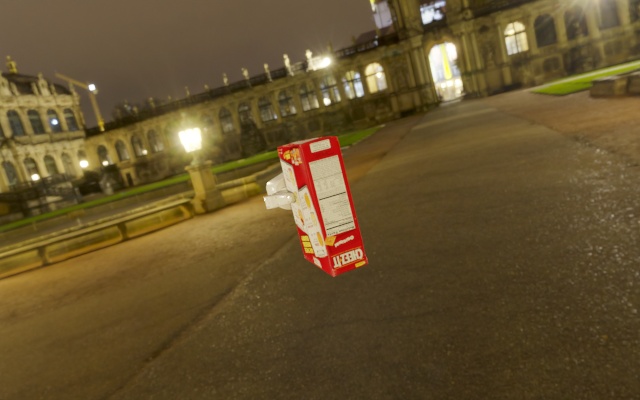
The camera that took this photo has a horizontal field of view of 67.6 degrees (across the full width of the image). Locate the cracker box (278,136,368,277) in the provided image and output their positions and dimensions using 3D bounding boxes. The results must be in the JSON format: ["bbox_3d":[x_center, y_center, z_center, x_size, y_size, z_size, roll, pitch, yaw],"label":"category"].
[{"bbox_3d":[0.000,0.003,0.806,0.072,0.214,0.164,-17,9,-16],"label":"cracker box"}]
